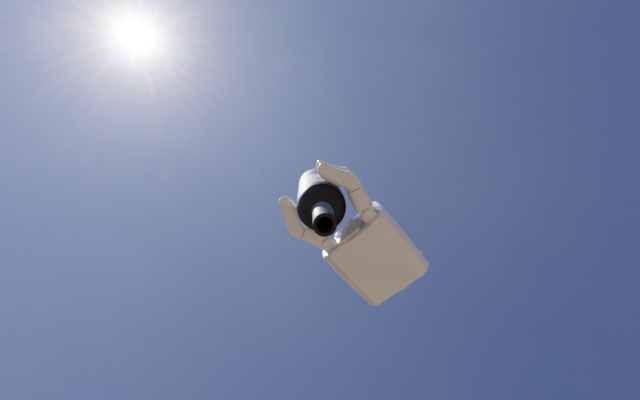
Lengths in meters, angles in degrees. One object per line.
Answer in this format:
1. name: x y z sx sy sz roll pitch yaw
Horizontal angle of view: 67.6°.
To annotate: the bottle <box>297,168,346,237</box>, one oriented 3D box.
1. bottle: 0.000 0.002 0.676 0.069 0.069 0.295 0 10 -2
